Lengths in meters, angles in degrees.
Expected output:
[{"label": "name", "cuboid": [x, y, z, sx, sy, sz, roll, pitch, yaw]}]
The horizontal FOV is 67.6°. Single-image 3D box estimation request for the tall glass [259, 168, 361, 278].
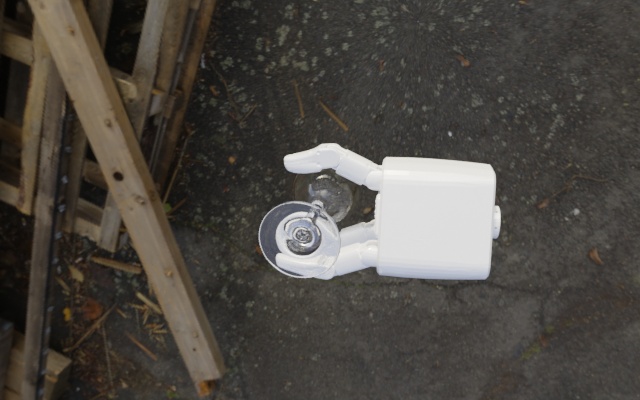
[{"label": "tall glass", "cuboid": [0.000, 0.002, 0.510, 0.079, 0.079, 0.201, 0, 20, 11]}]
